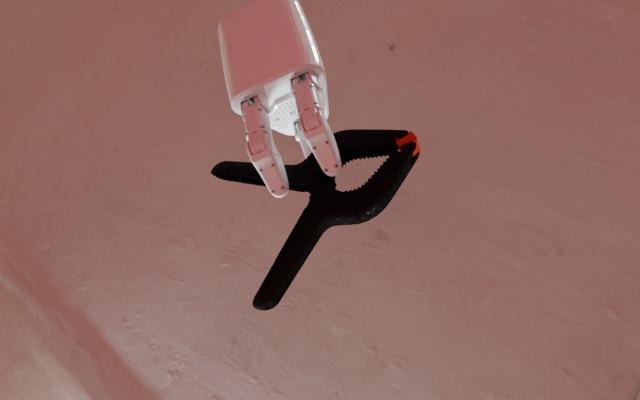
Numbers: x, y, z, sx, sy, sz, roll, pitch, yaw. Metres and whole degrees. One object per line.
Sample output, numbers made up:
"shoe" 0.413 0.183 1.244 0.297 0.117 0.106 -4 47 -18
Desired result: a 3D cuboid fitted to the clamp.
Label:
"clamp" 0.001 0.001 0.456 0.210 0.164 0.036 -21 -23 12
